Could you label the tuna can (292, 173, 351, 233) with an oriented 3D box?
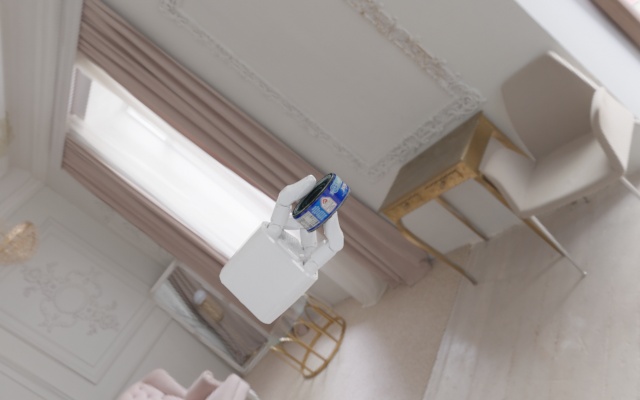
[{"bbox_3d":[0.000,0.002,0.662,0.034,0.086,0.086,44,-10,-11],"label":"tuna can"}]
